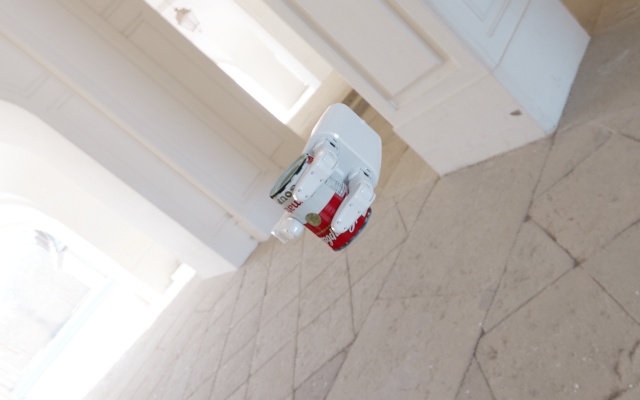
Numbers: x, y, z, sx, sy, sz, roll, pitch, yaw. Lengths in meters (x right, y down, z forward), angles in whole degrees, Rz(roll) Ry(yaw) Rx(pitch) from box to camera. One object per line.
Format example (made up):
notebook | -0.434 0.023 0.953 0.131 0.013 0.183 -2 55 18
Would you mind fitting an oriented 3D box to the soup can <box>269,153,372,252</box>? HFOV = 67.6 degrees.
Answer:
soup can | 0.000 0.002 0.554 0.102 0.068 0.068 40 -11 -14
